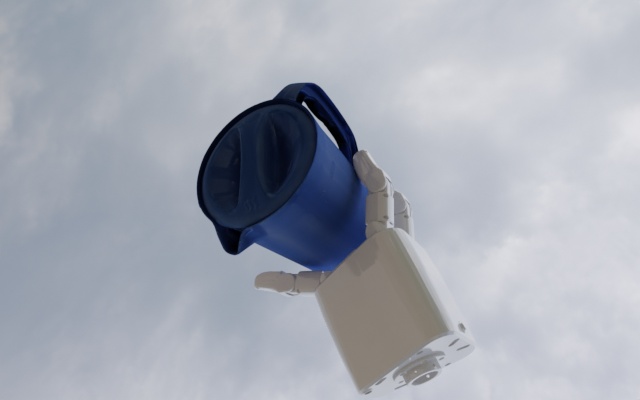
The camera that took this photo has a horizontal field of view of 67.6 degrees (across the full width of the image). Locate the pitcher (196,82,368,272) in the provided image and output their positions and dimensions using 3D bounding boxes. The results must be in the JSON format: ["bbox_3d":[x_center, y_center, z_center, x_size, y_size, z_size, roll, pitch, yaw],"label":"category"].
[{"bbox_3d":[0.000,0.002,0.516,0.149,0.145,0.243,-36,-39,12],"label":"pitcher"}]
